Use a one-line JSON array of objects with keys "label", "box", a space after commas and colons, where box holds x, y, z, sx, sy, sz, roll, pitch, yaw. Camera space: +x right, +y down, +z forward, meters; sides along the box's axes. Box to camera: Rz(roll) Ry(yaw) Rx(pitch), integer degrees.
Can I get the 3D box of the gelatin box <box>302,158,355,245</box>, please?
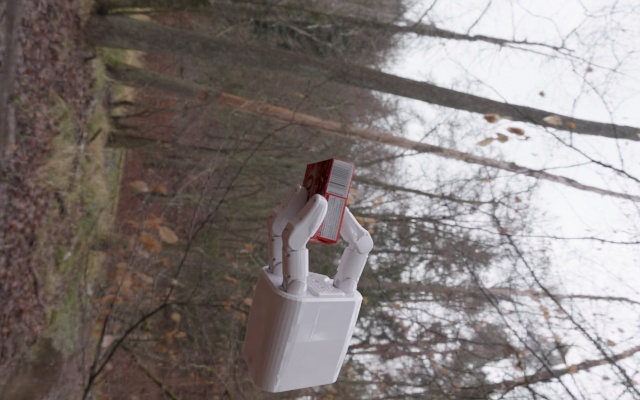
[{"label": "gelatin box", "box": [0.001, 0.002, 0.525, 0.030, 0.089, 0.073, 16, -8, -22]}]
